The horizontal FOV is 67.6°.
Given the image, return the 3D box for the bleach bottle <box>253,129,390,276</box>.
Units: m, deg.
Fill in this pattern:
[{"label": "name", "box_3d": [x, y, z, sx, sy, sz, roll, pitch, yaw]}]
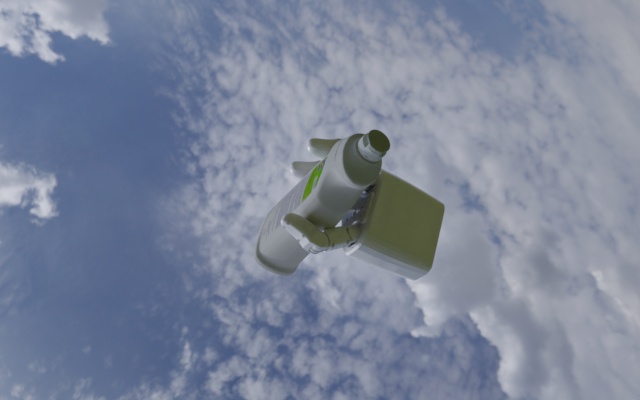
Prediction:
[{"label": "bleach bottle", "box_3d": [0.000, 0.002, 0.585, 0.068, 0.102, 0.251, 26, -38, -17]}]
